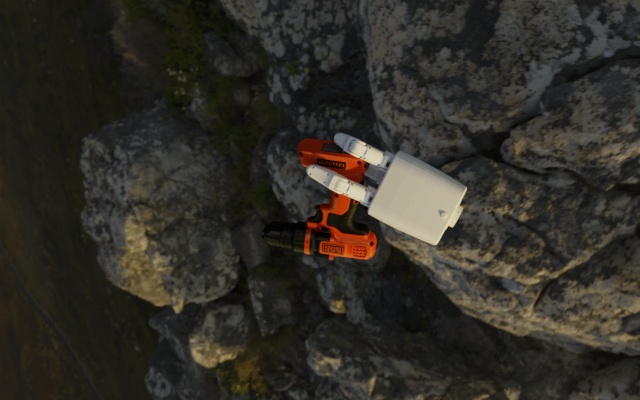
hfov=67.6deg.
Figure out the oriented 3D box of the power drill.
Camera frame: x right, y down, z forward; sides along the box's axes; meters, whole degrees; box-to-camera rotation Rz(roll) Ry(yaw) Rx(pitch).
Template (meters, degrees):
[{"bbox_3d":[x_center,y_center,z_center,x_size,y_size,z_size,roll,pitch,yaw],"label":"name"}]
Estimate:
[{"bbox_3d":[0.000,0.002,0.732,0.184,0.188,0.057,6,30,5],"label":"power drill"}]
